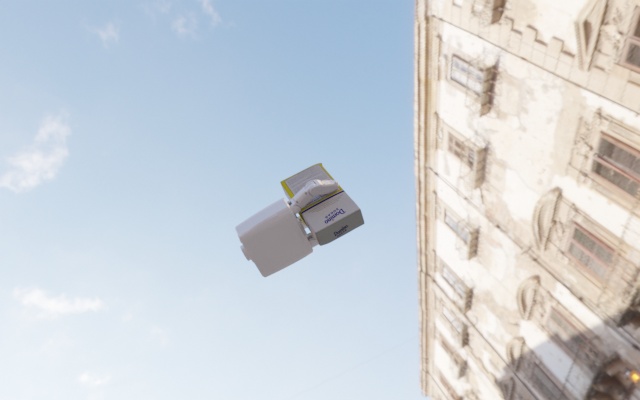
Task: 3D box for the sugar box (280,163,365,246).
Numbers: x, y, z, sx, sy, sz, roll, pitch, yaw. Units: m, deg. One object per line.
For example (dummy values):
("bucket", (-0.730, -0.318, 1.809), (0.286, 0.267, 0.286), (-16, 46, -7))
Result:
("sugar box", (0.000, 0.003, 0.894), (0.093, 0.048, 0.176), (-27, 43, -8))
